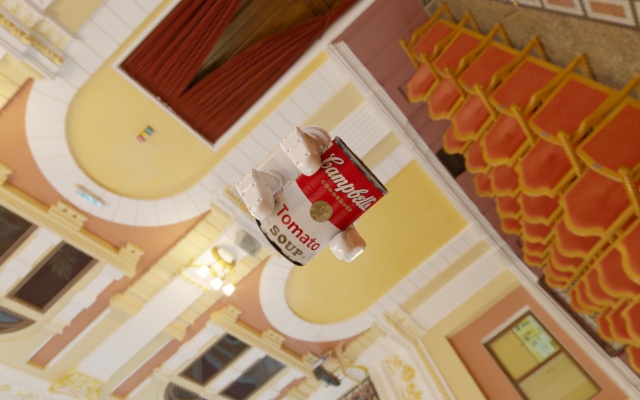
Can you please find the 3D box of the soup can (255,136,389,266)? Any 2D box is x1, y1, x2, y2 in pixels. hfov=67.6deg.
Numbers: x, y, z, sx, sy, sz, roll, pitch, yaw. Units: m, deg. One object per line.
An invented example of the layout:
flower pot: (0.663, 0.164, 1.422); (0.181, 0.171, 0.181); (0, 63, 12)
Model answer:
soup can: (0.000, 0.002, 0.425); (0.102, 0.068, 0.068); (-42, -8, 9)
